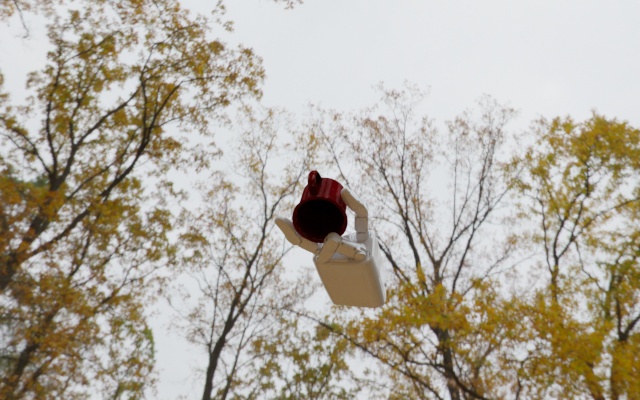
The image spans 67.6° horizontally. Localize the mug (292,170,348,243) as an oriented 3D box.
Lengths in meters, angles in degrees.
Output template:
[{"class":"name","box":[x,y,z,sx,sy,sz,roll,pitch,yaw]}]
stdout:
[{"class":"mug","box":[0.000,0.001,0.812,0.093,0.117,0.081,-11,29,15]}]
